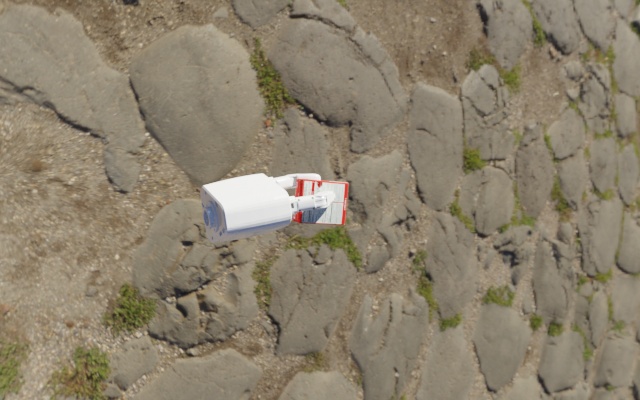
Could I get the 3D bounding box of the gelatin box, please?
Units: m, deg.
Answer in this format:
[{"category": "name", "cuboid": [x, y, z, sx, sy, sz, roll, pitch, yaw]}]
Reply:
[{"category": "gelatin box", "cuboid": [0.001, 0.003, 0.803, 0.089, 0.073, 0.030, 4, 2, -27]}]
